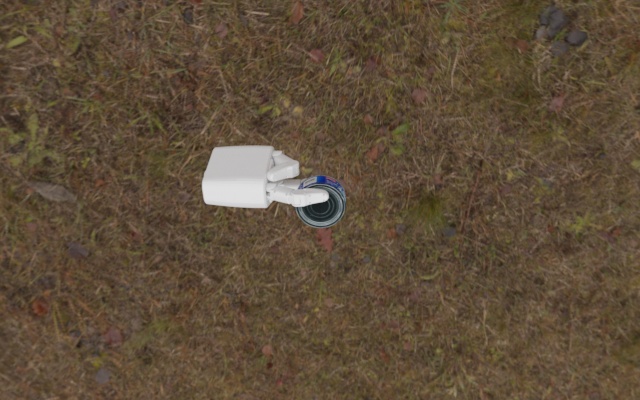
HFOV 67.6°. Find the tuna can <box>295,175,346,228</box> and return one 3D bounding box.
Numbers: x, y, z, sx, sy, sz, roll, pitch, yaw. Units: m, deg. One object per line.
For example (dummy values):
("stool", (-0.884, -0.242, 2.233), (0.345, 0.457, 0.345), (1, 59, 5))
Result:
("tuna can", (0.000, 0.003, 0.802), (0.086, 0.086, 0.033), (0, 27, 2))
